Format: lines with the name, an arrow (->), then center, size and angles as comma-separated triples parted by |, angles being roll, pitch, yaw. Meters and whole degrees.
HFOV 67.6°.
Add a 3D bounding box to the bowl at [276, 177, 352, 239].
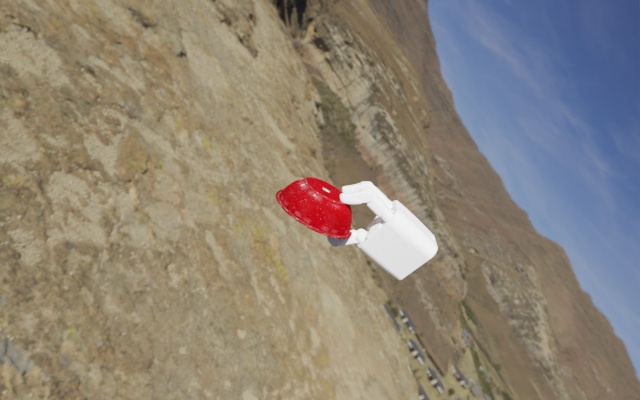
bowl -> -0.001, 0.002, 0.886 | 0.162, 0.055, 0.162 | 26, 18, -9
